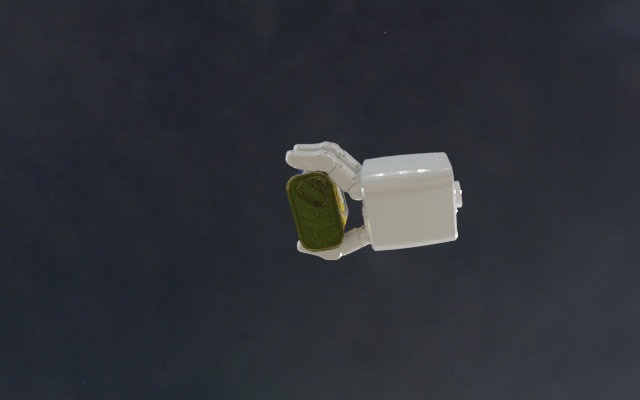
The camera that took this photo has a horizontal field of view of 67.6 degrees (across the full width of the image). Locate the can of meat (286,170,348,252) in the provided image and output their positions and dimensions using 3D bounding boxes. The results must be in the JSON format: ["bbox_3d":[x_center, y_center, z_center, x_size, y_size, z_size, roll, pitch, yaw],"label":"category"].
[{"bbox_3d":[0.000,0.002,0.617,0.057,0.102,0.084,-10,18,13],"label":"can of meat"}]
